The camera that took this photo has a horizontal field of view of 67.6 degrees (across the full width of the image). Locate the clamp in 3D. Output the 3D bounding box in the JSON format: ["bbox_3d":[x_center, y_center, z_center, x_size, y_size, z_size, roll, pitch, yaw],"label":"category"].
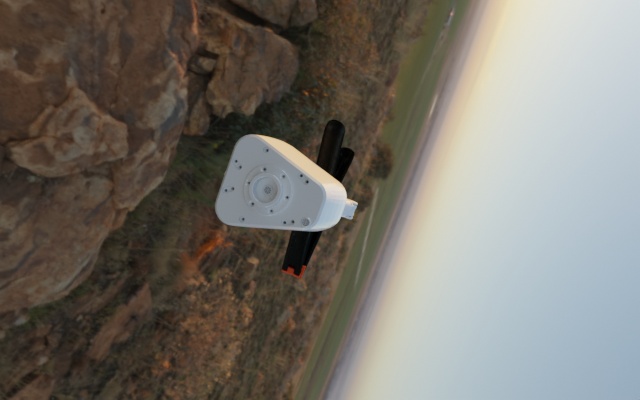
[{"bbox_3d":[0.001,0.003,0.656,0.036,0.210,0.164,20,4,11],"label":"clamp"}]
